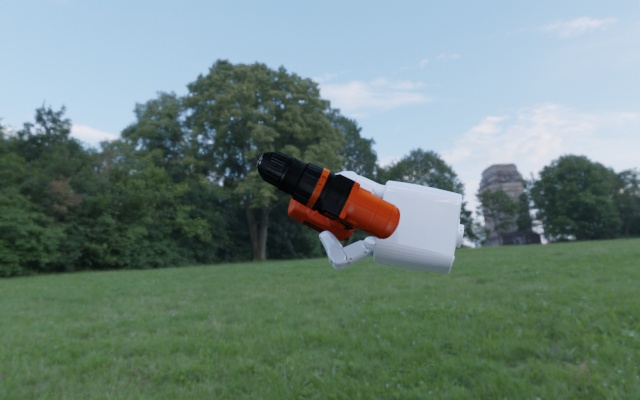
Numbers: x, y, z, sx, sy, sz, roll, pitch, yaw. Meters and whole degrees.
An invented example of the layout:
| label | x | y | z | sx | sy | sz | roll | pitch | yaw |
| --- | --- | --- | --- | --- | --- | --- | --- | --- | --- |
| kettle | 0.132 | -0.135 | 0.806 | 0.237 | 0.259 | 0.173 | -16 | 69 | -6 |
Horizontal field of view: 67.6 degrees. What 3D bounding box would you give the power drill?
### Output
| label | x | y | z | sx | sy | sz | roll | pitch | yaw |
| --- | --- | --- | --- | --- | --- | --- | --- | --- | --- |
| power drill | 0.000 | 0.002 | 0.641 | 0.184 | 0.057 | 0.188 | 27 | -9 | -3 |
